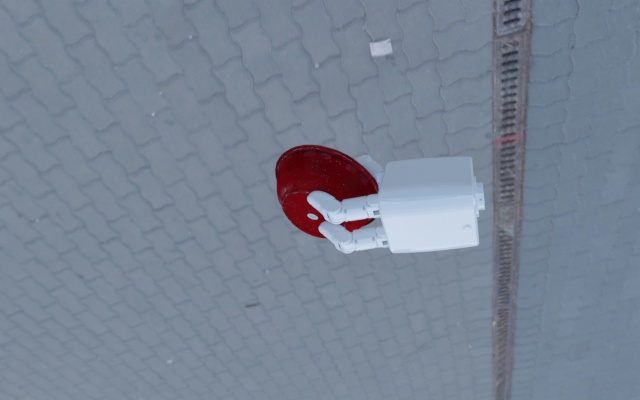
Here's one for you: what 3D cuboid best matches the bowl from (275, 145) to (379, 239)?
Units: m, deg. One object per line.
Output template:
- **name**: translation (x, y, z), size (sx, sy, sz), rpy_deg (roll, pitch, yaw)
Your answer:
- **bowl**: translation (-0.001, 0.003, 0.657), size (0.162, 0.055, 0.162), rpy_deg (17, -38, 14)
